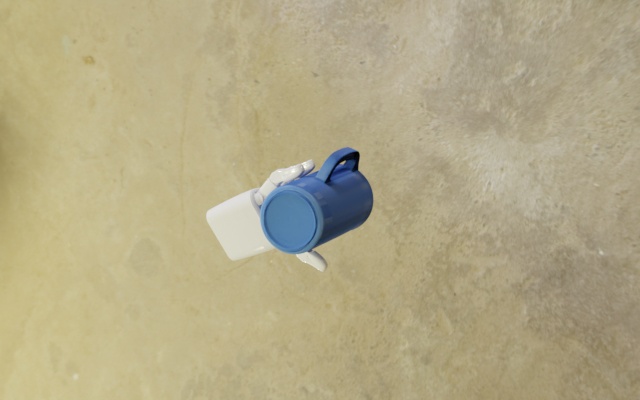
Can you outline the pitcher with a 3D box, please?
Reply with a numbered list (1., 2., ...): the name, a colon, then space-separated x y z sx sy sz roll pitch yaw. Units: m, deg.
1. pitcher: 0.000 0.003 0.822 0.145 0.149 0.243 -21 1 23
